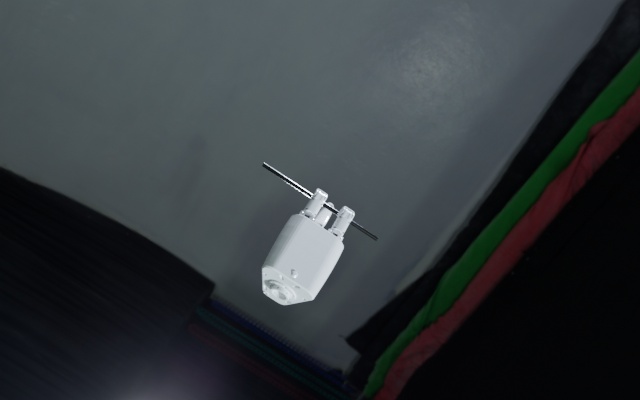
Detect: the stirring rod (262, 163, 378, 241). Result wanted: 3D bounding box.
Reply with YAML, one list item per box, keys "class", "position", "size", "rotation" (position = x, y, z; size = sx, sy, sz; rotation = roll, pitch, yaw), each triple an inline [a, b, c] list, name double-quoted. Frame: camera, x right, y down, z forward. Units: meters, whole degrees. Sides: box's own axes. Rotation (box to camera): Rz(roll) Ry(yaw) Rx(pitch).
- class: "stirring rod"
  position: [0.000, 0.003, 0.842]
  size: [0.239, 0.011, 0.011]
  rotation: [33, -2, -3]
